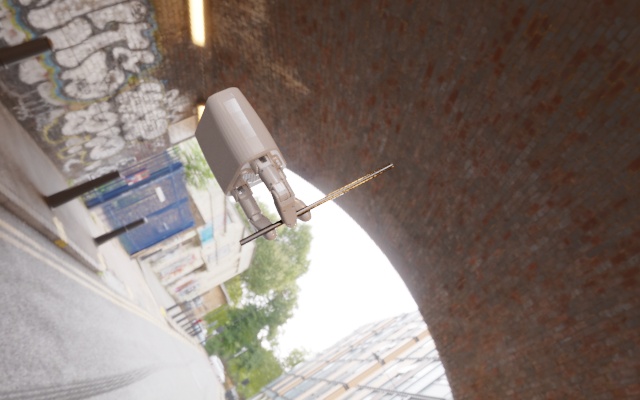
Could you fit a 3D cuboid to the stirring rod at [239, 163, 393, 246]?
[{"bbox_3d":[0.000,0.002,0.641,0.239,0.011,0.011,-27,9,-19],"label":"stirring rod"}]
